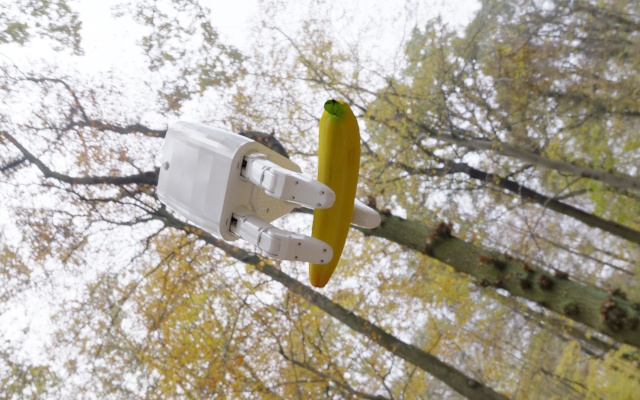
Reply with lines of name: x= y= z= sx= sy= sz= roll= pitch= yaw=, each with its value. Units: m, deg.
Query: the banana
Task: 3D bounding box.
banana: x=0.009 y=-0.010 z=0.433 sx=0.037 sy=0.198 sz=0.069 roll=19 pitch=38 yaw=22
